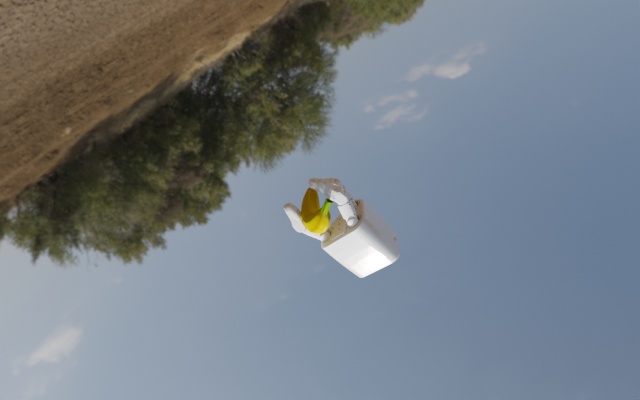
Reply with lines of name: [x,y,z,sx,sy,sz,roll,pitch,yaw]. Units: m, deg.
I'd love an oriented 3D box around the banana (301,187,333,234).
banana: [-0.008,0.020,0.852,0.037,0.069,0.197,26,2,-14]
